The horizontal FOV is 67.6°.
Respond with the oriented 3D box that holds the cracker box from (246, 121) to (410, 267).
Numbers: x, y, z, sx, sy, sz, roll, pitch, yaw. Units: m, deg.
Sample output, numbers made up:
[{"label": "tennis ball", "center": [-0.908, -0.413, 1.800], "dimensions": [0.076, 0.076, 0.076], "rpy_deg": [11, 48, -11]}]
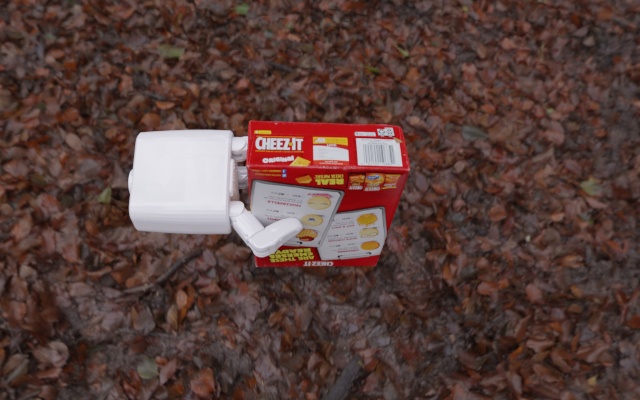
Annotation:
[{"label": "cracker box", "center": [0.000, 0.002, 0.567], "dimensions": [0.164, 0.072, 0.214], "rpy_deg": [1, -34, -4]}]
